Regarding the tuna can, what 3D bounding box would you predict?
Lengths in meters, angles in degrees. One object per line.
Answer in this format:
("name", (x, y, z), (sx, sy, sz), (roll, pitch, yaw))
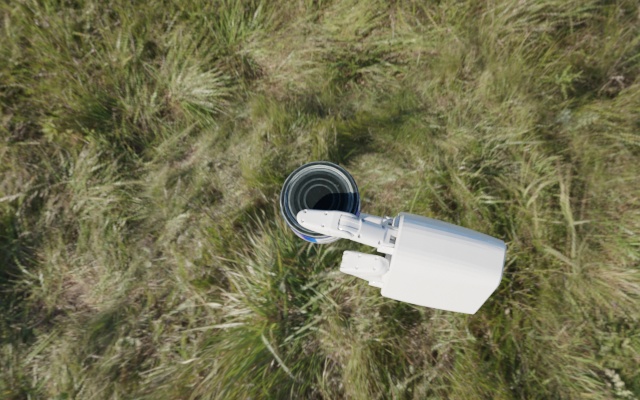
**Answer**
("tuna can", (0.000, 0.002, 0.513), (0.086, 0.086, 0.034), (0, -14, 7))
